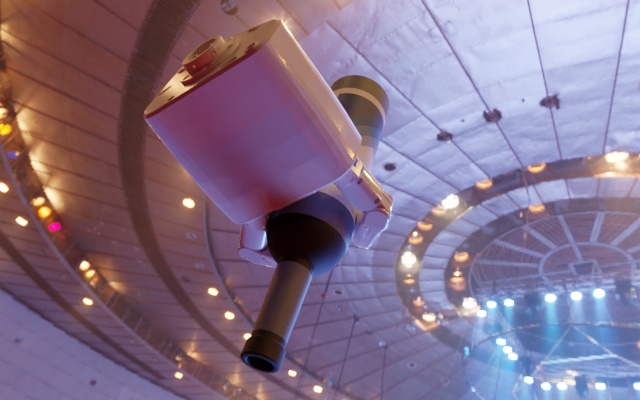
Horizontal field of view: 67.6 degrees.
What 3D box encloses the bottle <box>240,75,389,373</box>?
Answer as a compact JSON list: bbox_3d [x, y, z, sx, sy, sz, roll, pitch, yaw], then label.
[{"bbox_3d":[0.000,0.001,0.404,0.069,0.295,0.069,11,-42,10],"label":"bottle"}]
